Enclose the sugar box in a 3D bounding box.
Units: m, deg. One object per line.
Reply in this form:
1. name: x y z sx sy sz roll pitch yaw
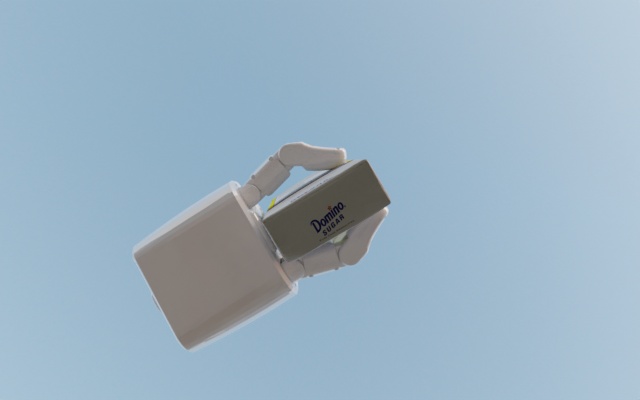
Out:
1. sugar box: 0.000 0.002 0.436 0.093 0.048 0.176 -31 8 0
